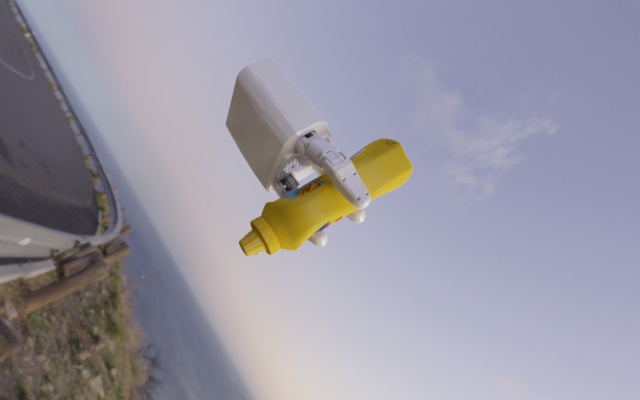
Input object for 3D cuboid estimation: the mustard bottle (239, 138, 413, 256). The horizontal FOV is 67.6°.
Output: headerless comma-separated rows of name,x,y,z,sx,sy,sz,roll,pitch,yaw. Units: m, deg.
mustard bottle,0.000,0.002,0.507,0.191,0.058,0.096,-30,6,-17
